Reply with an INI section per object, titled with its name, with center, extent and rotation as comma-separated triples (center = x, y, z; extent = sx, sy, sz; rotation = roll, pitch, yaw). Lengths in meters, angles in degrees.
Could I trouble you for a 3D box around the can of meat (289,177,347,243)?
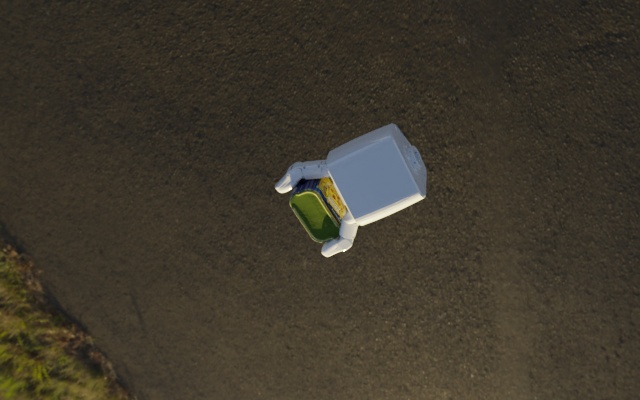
[can of meat]
center = 0.000, 0.003, 0.744
extent = 0.057, 0.102, 0.084
rotation = -21, 27, 25
